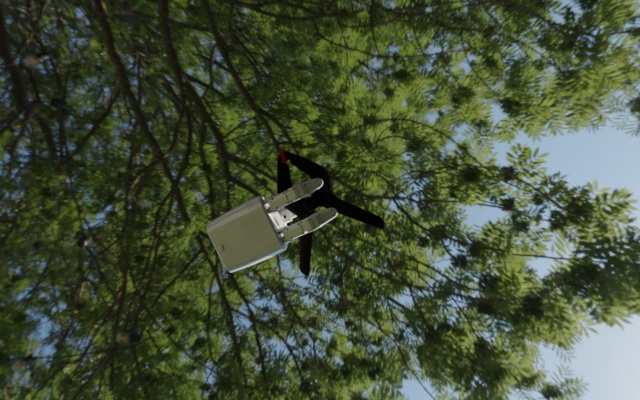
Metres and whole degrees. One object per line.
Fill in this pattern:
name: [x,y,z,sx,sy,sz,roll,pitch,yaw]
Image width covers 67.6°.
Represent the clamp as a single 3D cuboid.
clamp: [0.000,0.002,0.806,0.164,0.210,0.036,-26,3,5]
